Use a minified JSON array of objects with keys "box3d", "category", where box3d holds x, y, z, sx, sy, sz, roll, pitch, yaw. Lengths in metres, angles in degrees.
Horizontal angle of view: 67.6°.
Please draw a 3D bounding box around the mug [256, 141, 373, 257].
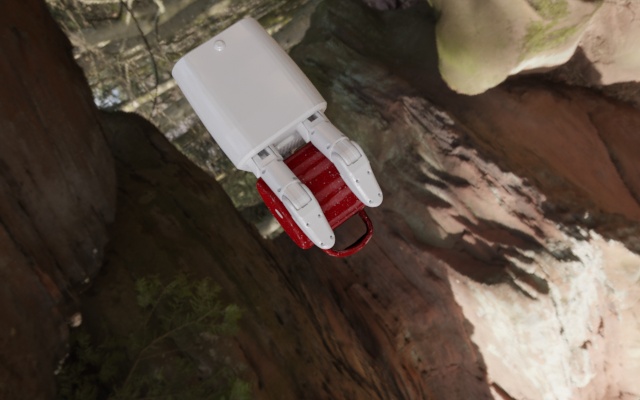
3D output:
[{"box3d":[0.001,0.003,0.456,0.081,0.117,0.093,-37,-5,-11],"category":"mug"}]
